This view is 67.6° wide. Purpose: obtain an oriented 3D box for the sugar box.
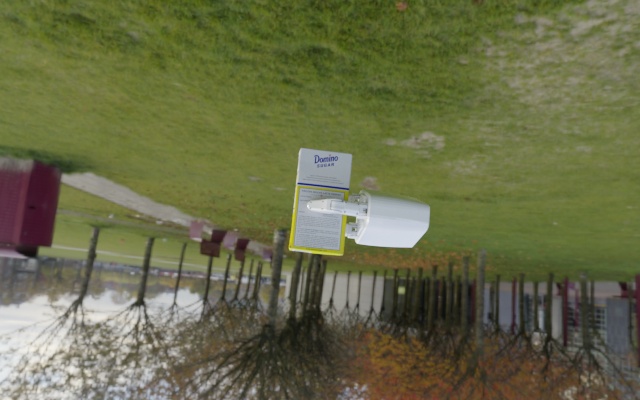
[{"bbox_3d":[0.000,0.003,0.827,0.093,0.176,0.048,7,-10,-6],"label":"sugar box"}]
